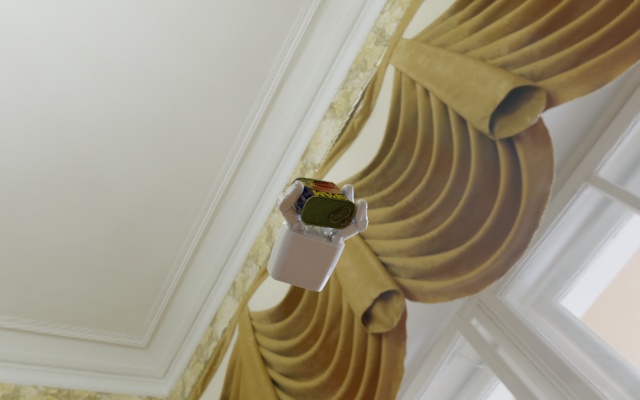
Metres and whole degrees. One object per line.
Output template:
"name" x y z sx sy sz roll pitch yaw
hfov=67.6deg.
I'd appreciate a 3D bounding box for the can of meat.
"can of meat" 0.000 0.003 0.853 0.102 0.057 0.084 9 24 -28
